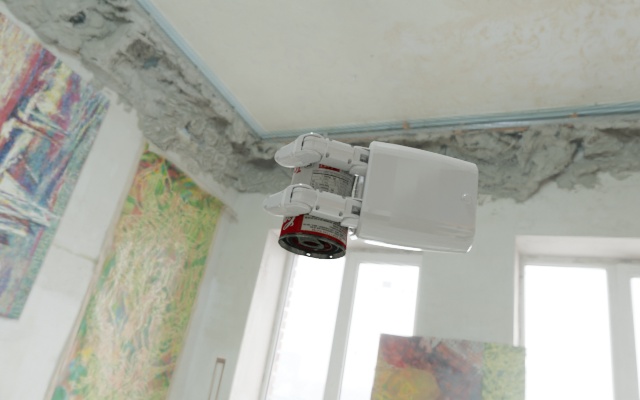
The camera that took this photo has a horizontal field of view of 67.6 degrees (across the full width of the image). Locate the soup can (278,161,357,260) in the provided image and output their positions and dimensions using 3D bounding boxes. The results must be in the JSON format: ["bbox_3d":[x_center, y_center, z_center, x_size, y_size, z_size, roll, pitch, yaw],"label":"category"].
[{"bbox_3d":[0.000,0.001,0.489,0.068,0.102,0.068,9,-22,4],"label":"soup can"}]
